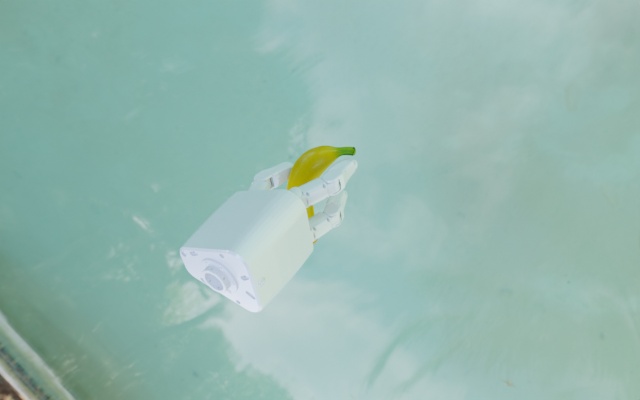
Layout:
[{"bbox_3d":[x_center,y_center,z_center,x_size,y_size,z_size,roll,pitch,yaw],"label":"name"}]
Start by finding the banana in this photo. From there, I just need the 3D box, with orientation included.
[{"bbox_3d":[-0.015,-0.009,0.653,0.069,0.198,0.037,30,48,7],"label":"banana"}]
